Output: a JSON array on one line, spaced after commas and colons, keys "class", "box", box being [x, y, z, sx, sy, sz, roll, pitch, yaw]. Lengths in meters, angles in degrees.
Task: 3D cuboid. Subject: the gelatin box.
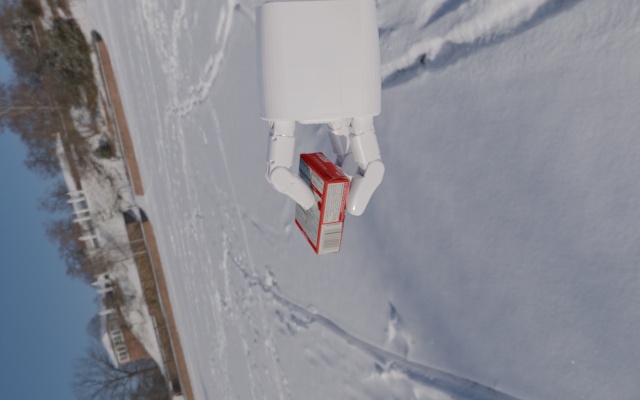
[{"class": "gelatin box", "box": [0.000, 0.002, 0.515, 0.030, 0.089, 0.073, -5, 28, -23]}]
